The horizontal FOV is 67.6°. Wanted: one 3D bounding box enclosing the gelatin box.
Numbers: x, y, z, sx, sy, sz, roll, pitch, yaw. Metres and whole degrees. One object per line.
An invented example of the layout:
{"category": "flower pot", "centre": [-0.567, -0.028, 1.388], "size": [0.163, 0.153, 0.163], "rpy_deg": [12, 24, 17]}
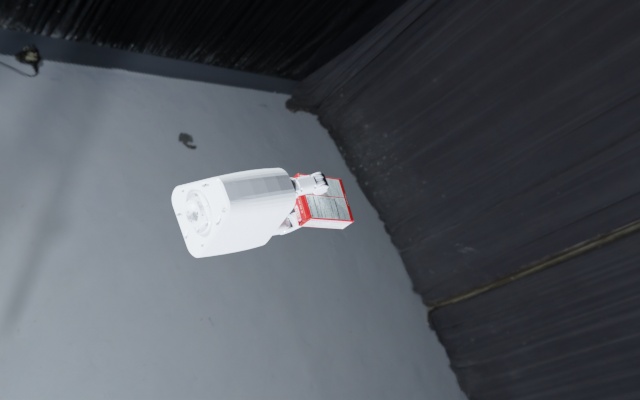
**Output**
{"category": "gelatin box", "centre": [0.001, 0.002, 0.696], "size": [0.089, 0.073, 0.030], "rpy_deg": [5, -31, -41]}
